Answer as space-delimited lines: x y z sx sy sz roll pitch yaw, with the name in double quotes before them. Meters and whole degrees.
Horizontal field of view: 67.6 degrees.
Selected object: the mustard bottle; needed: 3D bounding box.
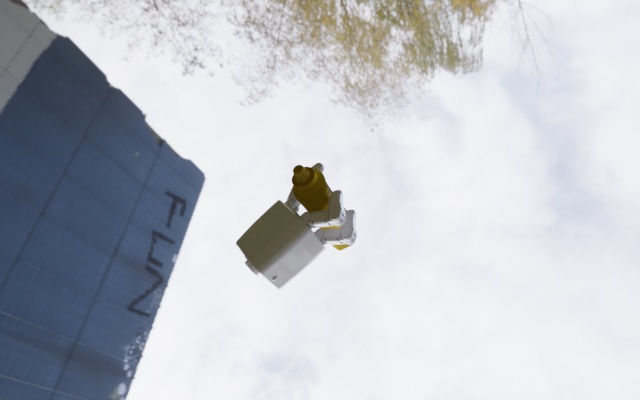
"mustard bottle" 0.001 0.003 0.808 0.058 0.096 0.192 -25 -40 10
